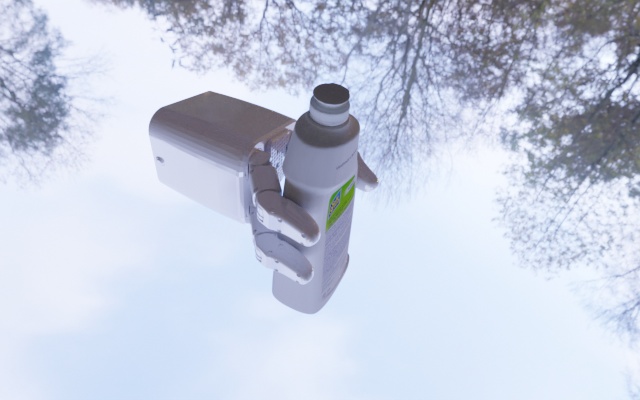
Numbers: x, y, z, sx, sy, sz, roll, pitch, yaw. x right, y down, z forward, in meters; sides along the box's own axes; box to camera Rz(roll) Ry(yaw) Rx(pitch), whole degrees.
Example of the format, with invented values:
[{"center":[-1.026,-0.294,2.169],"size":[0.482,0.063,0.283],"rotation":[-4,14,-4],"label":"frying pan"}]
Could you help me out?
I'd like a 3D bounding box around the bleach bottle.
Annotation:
[{"center":[0.000,0.002,0.448],"size":[0.068,0.251,0.102],"rotation":[23,48,14],"label":"bleach bottle"}]
